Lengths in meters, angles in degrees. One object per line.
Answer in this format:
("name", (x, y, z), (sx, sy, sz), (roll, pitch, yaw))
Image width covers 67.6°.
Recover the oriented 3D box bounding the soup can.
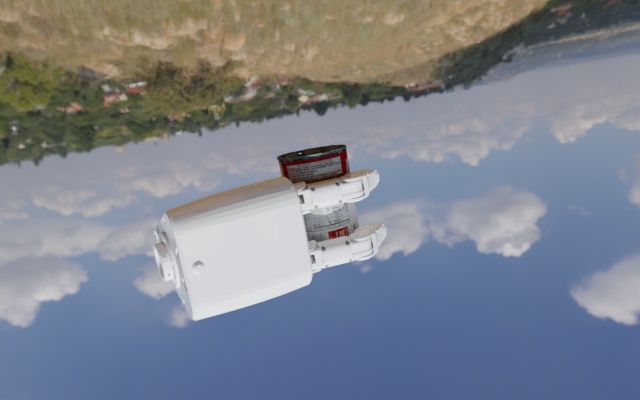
("soup can", (0.001, 0.002, 0.468), (0.068, 0.102, 0.068), (-10, 11, 2))
